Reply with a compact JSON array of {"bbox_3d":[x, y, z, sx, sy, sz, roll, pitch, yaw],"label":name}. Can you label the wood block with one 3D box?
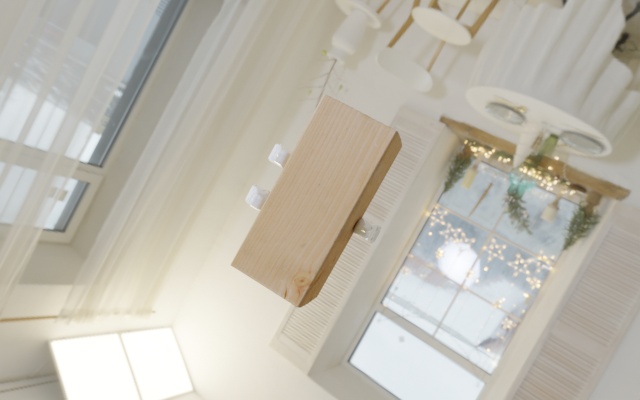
[{"bbox_3d":[0.000,0.002,0.532,0.091,0.206,0.090,29,3,13],"label":"wood block"}]
